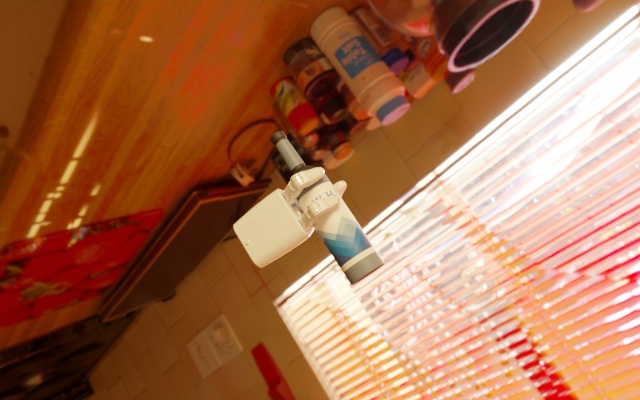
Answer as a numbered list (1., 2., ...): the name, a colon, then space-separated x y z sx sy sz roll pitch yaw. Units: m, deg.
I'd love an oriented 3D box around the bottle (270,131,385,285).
1. bottle: 0.000 0.003 0.821 0.069 0.295 0.069 -31 -14 -9
